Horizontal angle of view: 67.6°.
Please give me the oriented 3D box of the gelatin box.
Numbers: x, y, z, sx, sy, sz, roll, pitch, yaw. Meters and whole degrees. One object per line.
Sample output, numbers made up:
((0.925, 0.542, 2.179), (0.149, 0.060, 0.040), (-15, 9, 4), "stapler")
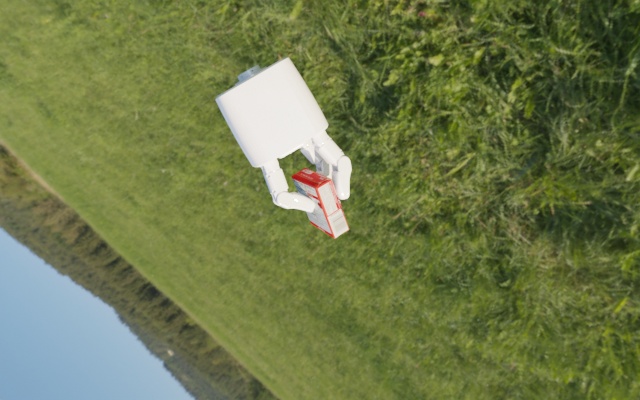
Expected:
((0.000, 0.003, 0.690), (0.030, 0.089, 0.073), (-31, 28, -20), "gelatin box")
